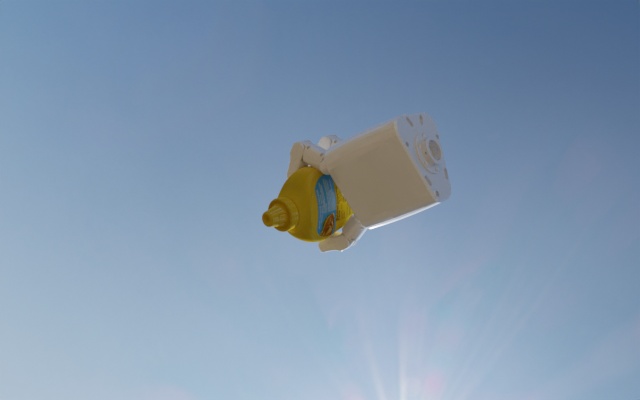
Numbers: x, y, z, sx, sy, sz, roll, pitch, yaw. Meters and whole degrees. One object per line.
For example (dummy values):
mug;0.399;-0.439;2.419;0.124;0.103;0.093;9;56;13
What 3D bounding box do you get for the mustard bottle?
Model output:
mustard bottle;0.000;0.002;0.616;0.058;0.096;0.191;10;19;38
